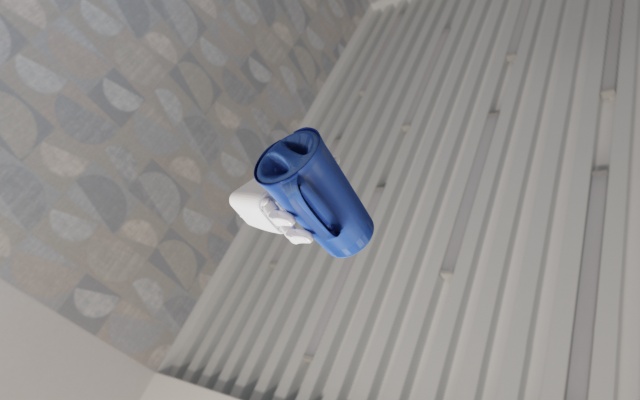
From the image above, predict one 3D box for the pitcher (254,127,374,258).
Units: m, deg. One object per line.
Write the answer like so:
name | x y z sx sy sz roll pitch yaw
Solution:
pitcher | 0.000 0.003 0.861 0.145 0.149 0.243 9 -33 46
